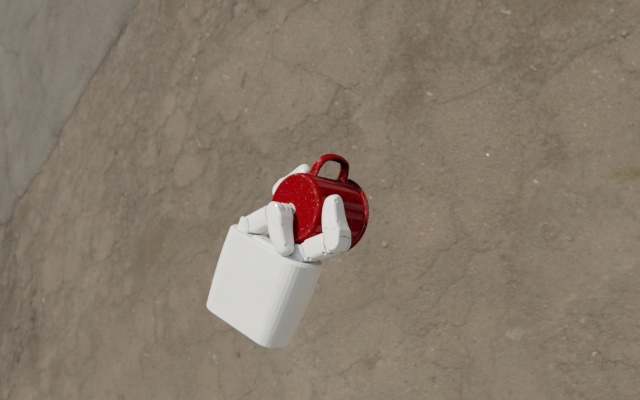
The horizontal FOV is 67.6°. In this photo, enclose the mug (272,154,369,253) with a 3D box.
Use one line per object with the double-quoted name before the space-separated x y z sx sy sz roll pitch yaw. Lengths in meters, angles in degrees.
"mug" 0.000 0.000 0.559 0.081 0.117 0.093 11 12 -46
